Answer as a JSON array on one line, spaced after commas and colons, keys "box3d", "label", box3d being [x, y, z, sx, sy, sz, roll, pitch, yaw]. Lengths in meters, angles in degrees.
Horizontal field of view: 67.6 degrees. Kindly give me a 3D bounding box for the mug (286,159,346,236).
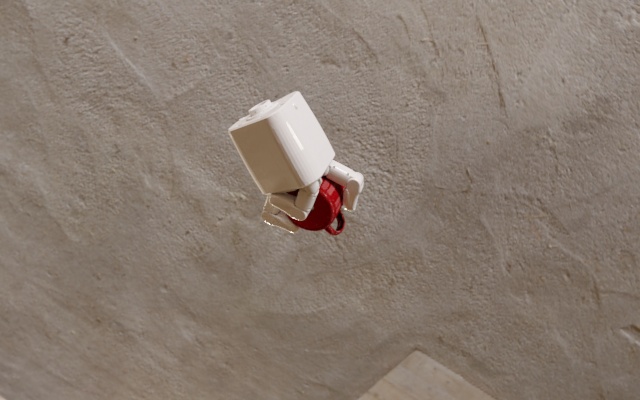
[{"box3d": [0.001, 0.004, 0.723, 0.093, 0.117, 0.081, -19, 22, 29], "label": "mug"}]
